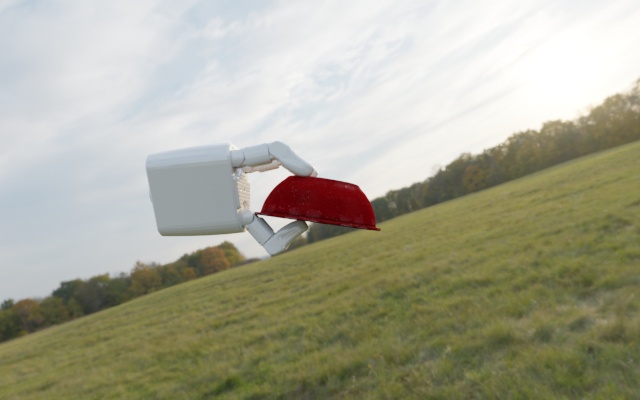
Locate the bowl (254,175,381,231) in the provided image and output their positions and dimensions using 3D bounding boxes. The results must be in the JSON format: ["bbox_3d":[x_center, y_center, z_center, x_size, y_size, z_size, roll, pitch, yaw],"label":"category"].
[{"bbox_3d":[0.001,0.002,0.608,0.162,0.055,0.162,8,-2,0],"label":"bowl"}]
